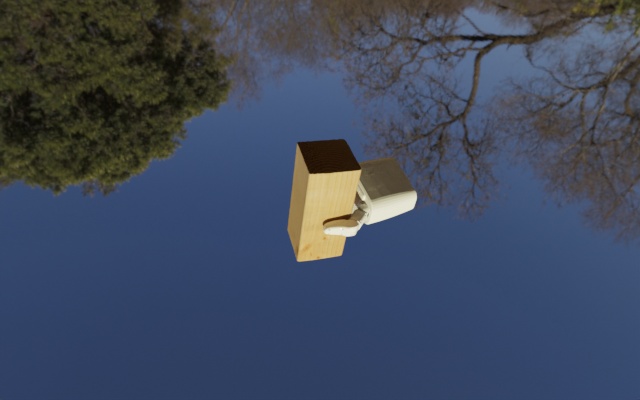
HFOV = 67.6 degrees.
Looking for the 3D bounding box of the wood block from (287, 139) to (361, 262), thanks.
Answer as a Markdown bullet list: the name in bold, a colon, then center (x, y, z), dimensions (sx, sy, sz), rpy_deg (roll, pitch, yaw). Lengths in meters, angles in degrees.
- **wood block**: center (0.001, 0.003, 0.851), dimensions (0.090, 0.206, 0.090), rpy_deg (-6, 43, -17)
